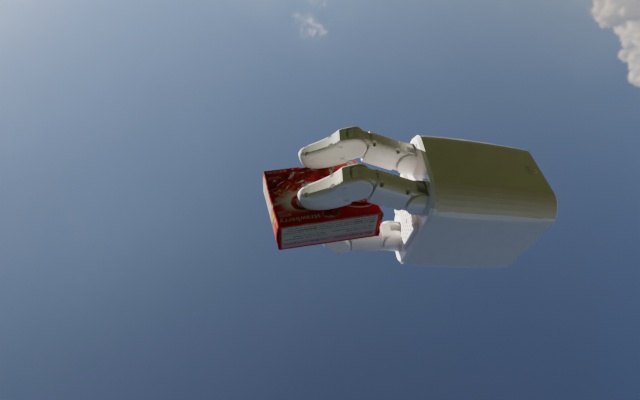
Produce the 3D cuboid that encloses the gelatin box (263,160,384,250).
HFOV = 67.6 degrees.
[{"bbox_3d":[0.000,0.002,0.409,0.089,0.030,0.073,-8,43,-12],"label":"gelatin box"}]
